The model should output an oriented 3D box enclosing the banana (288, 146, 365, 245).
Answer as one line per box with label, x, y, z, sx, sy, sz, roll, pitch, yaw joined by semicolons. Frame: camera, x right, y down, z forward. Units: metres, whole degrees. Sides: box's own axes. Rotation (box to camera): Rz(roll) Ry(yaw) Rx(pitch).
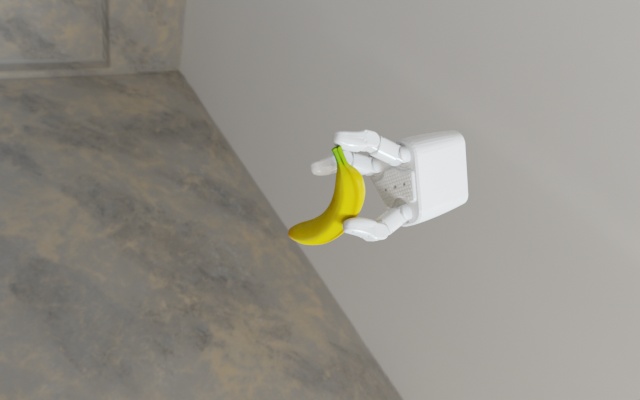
banana;0.011;0.015;0.617;0.037;0.069;0.198;-19;-26;-35
